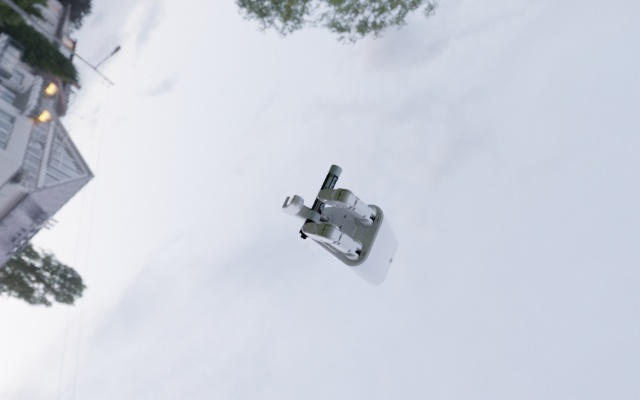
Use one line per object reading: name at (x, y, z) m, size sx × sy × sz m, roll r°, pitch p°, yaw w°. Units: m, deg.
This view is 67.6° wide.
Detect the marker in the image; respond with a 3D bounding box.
marker at (0.000, 0.002, 0.701) m, size 0.020 × 0.121 × 0.020 m, roll 23°, pitch -17°, yaw 7°
